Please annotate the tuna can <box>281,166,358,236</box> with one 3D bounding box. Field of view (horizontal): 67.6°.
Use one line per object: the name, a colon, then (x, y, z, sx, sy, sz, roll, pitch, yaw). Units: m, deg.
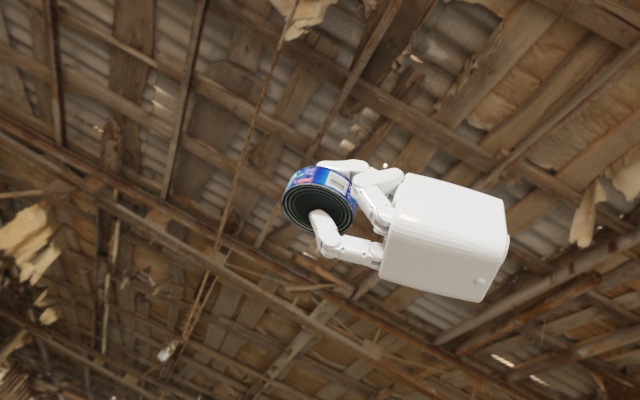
tuna can: (0.000, 0.001, 0.547, 0.086, 0.033, 0.086, 11, -42, 10)
